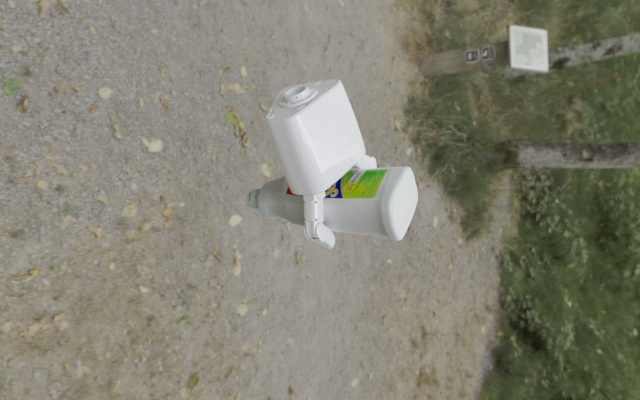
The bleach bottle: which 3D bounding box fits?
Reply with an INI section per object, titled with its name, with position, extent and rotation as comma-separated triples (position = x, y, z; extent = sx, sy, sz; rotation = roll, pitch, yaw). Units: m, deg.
[bleach bottle]
position = 0.000, 0.002, 0.663
extent = 0.251, 0.068, 0.102
rotation = -1, 37, 30
